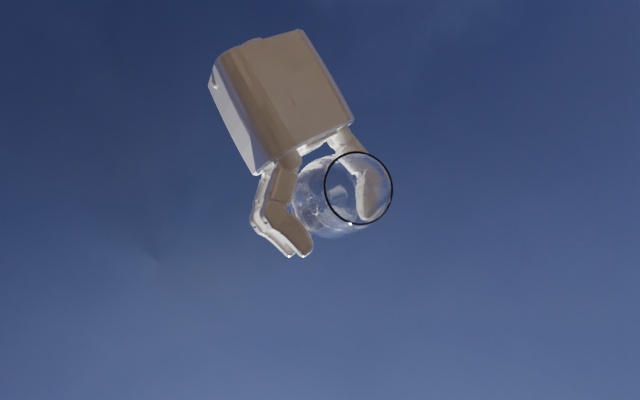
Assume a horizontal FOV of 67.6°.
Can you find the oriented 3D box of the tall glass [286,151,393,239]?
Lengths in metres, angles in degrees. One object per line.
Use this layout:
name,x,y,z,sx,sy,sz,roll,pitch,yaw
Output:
tall glass,0.000,0.002,0.482,0.079,0.079,0.201,0,-7,-19
